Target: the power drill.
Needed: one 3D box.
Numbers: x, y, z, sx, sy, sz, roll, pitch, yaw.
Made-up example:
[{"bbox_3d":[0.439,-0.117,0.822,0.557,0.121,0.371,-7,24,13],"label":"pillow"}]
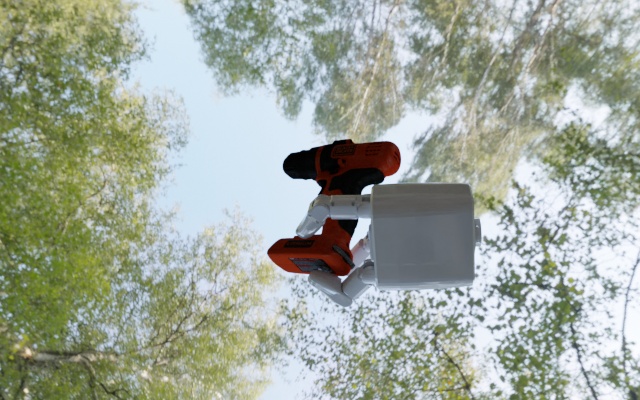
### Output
[{"bbox_3d":[0.000,0.002,0.620,0.184,0.187,0.057,-3,-36,37],"label":"power drill"}]
